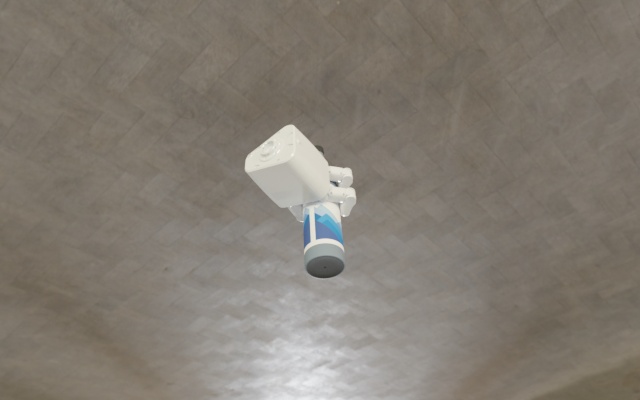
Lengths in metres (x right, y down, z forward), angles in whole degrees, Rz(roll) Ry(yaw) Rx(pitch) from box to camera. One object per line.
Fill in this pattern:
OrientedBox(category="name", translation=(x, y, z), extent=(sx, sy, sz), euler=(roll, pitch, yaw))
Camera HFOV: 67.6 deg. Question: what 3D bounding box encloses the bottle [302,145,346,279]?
OrientedBox(category="bottle", translation=(0.000, 0.003, 0.875), extent=(0.069, 0.295, 0.069), euler=(-2, -44, -2))
